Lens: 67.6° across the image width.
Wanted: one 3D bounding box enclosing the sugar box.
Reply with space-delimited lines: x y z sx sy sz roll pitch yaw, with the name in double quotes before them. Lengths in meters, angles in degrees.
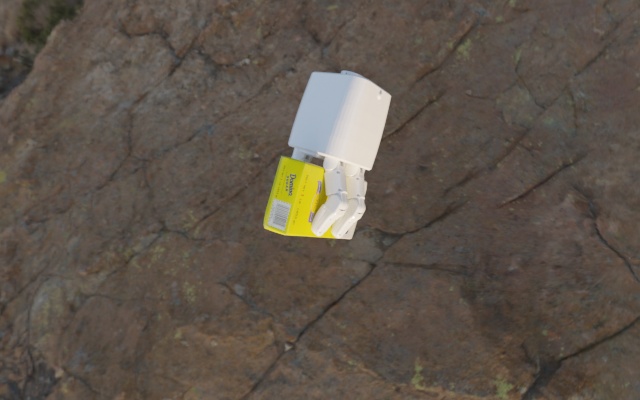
"sugar box" 0.001 0.002 0.648 0.048 0.093 0.176 19 5 33
